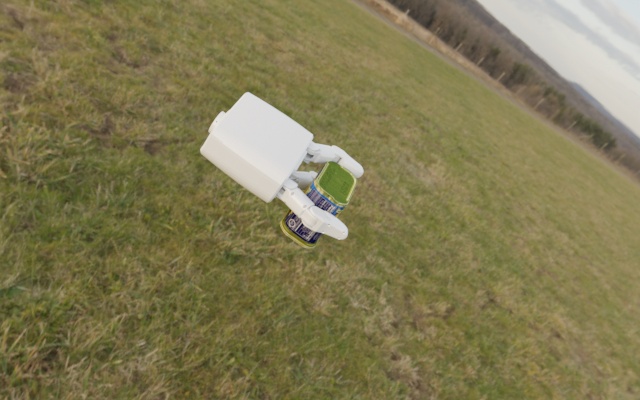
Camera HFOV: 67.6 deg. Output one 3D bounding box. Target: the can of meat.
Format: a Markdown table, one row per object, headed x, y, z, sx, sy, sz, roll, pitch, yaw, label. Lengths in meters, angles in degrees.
| x | y | z | sx | sy | sz | roll | pitch | yaw | label |
| --- | --- | --- | --- | --- | --- | --- | --- | --- | --- |
| 0.000 | 0.002 | 0.644 | 0.057 | 0.084 | 0.102 | 36 | 29 | -5 | can of meat |
